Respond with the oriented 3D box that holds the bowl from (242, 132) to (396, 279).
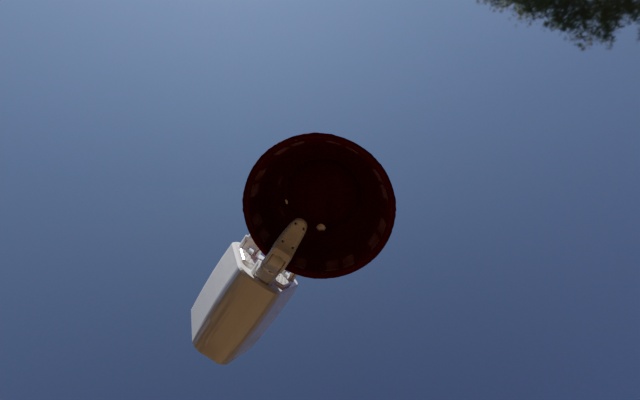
[{"bbox_3d":[0.001,0.001,0.523,0.162,0.162,0.055,0,18,7],"label":"bowl"}]
